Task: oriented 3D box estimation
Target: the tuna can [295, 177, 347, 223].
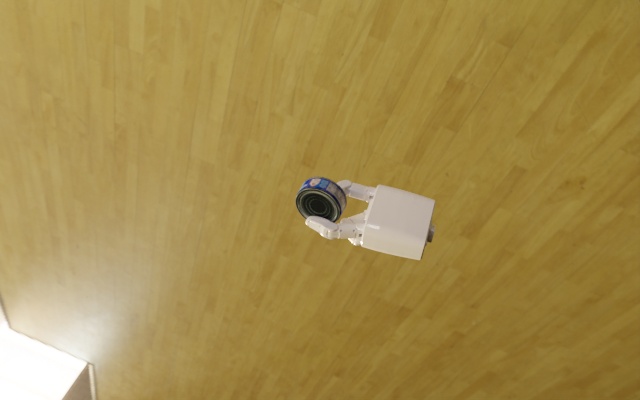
[{"bbox_3d":[0.000,0.003,0.828,0.086,0.086,0.033,0,38,27],"label":"tuna can"}]
